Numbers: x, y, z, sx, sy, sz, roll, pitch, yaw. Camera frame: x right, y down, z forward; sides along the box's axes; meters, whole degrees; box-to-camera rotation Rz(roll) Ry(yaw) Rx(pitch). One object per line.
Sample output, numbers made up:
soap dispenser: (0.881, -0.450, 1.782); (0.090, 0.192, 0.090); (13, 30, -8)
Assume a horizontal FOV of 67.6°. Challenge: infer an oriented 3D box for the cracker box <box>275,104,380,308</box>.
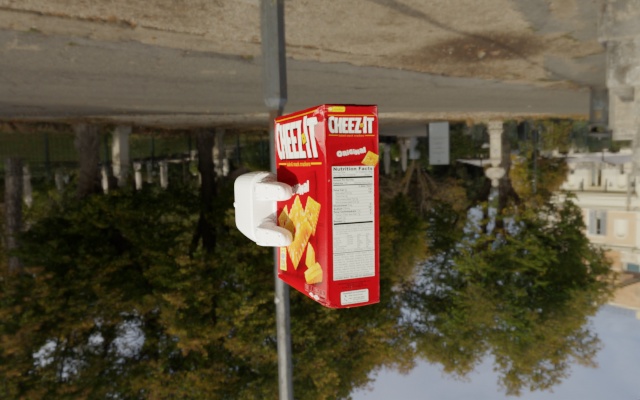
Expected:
cracker box: (0.000, 0.002, 0.565); (0.072, 0.214, 0.164); (-4, 5, -24)
